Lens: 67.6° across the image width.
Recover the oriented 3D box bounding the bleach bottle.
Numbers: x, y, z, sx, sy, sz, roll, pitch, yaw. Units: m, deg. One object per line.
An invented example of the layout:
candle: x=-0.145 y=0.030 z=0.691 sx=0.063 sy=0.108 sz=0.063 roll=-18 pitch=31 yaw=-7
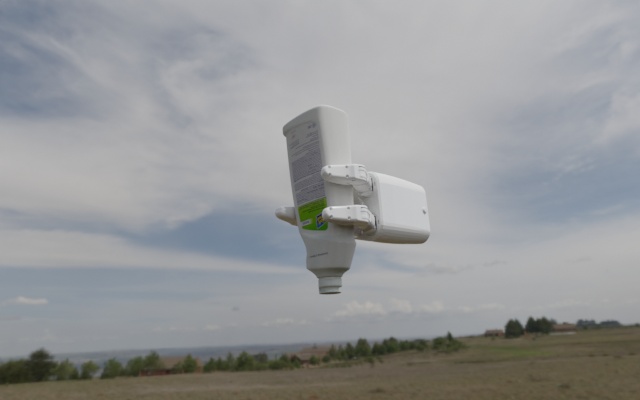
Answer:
bleach bottle: x=0.000 y=0.002 z=0.657 sx=0.068 sy=0.250 sz=0.102 roll=10 pitch=-21 yaw=-38
